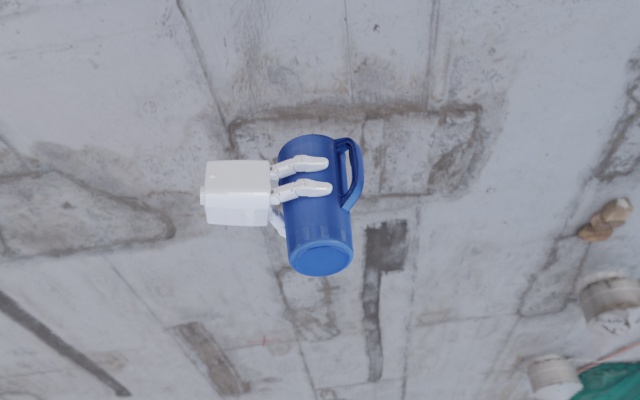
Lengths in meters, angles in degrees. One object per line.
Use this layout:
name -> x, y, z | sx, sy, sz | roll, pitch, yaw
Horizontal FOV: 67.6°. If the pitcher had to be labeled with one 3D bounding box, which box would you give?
pitcher -> 0.000, 0.003, 0.846 | 0.145, 0.242, 0.149 | 1, -40, -9
